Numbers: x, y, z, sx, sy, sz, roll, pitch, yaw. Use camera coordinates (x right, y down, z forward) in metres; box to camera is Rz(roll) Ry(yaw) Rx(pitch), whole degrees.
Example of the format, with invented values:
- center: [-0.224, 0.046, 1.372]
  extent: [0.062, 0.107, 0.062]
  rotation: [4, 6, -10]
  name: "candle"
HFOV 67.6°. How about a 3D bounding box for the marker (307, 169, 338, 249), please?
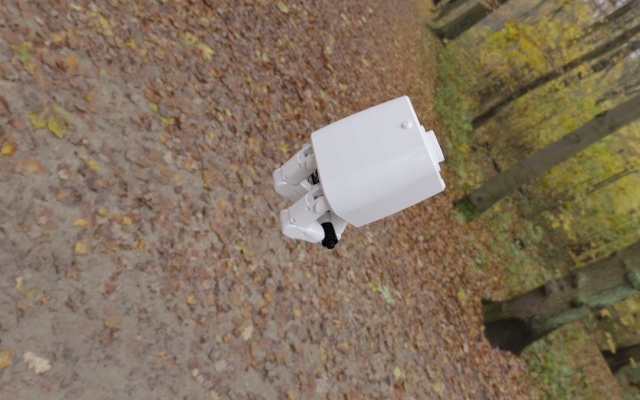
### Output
- center: [0.000, 0.002, 0.551]
  extent: [0.020, 0.121, 0.020]
  rotation: [-9, -33, -6]
  name: "marker"
